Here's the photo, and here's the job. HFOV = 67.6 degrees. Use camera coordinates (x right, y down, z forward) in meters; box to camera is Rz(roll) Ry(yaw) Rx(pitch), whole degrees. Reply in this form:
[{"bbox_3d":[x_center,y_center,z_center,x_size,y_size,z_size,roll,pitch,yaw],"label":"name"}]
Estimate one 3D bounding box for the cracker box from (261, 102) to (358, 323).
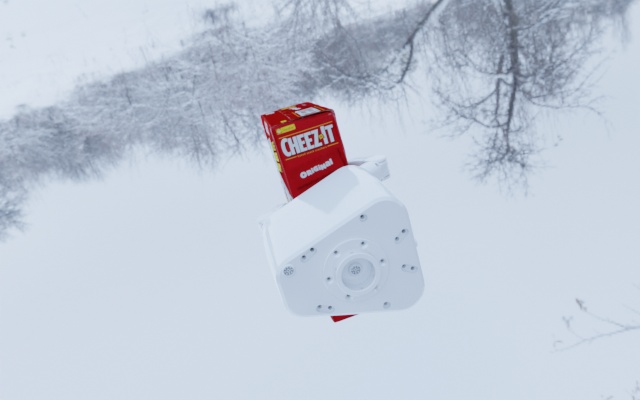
[{"bbox_3d":[0.000,0.002,0.542,0.072,0.214,0.164,-18,17,-6],"label":"cracker box"}]
